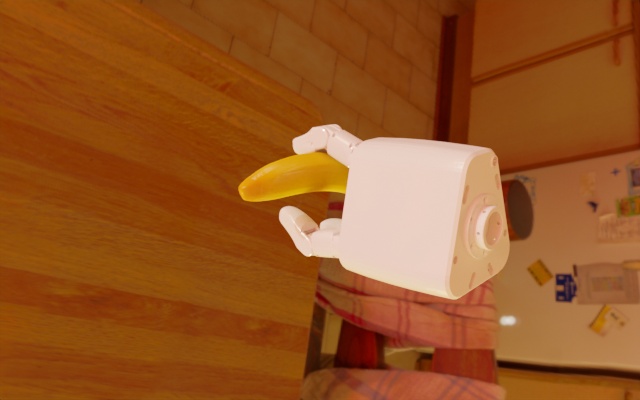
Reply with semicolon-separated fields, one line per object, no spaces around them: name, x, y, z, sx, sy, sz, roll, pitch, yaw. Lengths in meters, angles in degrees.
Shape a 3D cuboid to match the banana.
banana;0.010;-0.015;0.473;0.198;0.069;0.037;15;13;-47
